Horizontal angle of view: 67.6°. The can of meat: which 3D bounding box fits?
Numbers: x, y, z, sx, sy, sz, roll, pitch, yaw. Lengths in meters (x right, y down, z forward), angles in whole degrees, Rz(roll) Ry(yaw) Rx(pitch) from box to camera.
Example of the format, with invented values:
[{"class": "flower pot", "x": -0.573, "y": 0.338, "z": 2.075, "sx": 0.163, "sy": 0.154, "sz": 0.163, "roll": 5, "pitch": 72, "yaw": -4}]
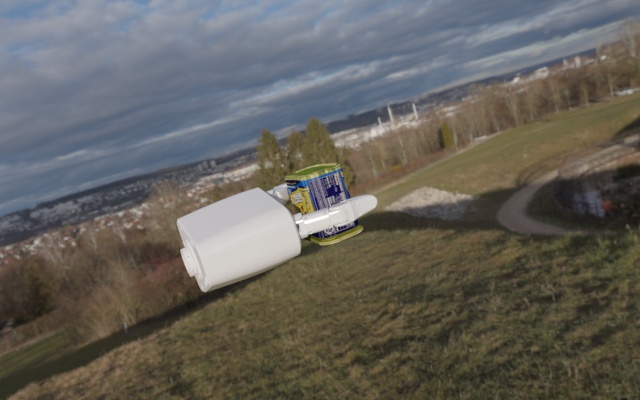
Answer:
[{"class": "can of meat", "x": 0.000, "y": 0.002, "z": 0.585, "sx": 0.057, "sy": 0.084, "sz": 0.102, "roll": -21, "pitch": 10, "yaw": -19}]
